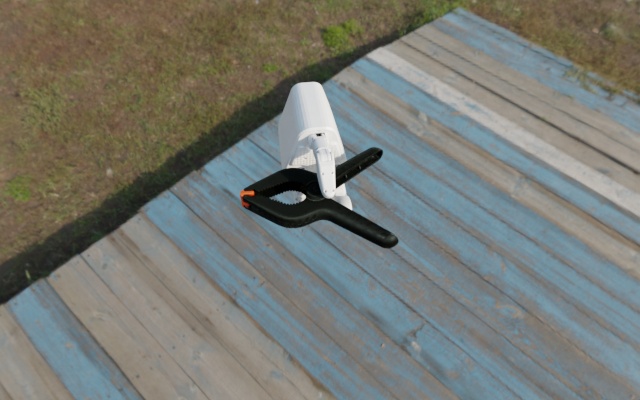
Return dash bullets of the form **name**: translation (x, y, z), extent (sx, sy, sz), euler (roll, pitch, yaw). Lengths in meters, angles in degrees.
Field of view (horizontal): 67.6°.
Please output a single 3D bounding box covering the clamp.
- **clamp**: translation (0.000, 0.001, 0.639), extent (0.210, 0.164, 0.036), euler (-7, -37, -7)
